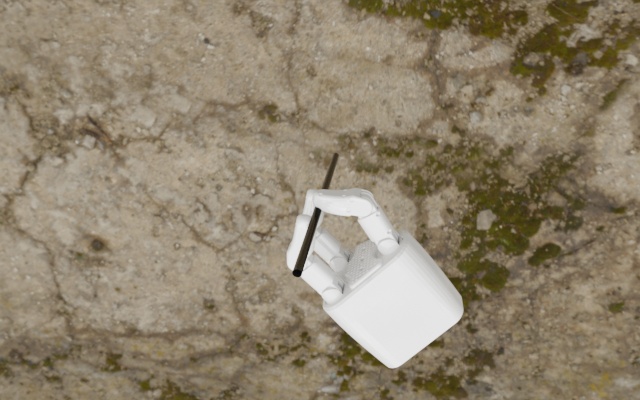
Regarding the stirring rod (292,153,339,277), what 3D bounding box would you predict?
[{"bbox_3d":[0.000,0.002,0.487,0.011,0.011,0.239,0,28,10],"label":"stirring rod"}]
